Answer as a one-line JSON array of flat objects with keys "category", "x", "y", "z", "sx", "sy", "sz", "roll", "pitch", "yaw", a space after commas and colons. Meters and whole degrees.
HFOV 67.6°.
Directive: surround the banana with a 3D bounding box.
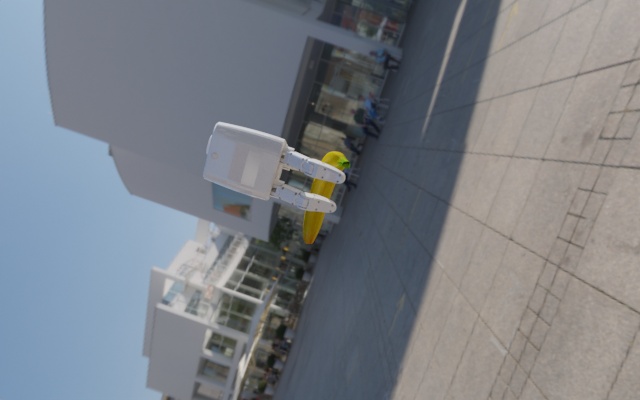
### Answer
[{"category": "banana", "x": 0.003, "y": -0.013, "z": 0.772, "sx": 0.037, "sy": 0.069, "sz": 0.198, "roll": 15, "pitch": -46, "yaw": -7}]
